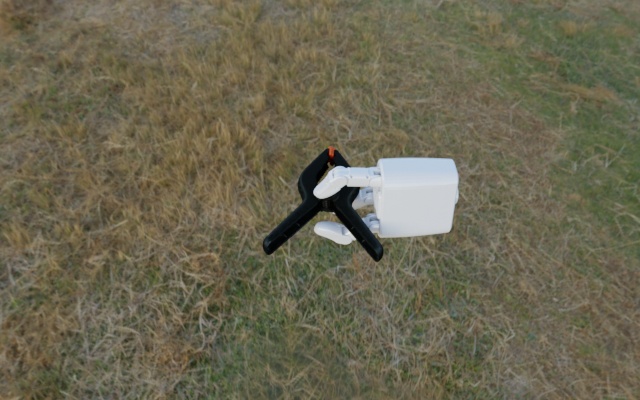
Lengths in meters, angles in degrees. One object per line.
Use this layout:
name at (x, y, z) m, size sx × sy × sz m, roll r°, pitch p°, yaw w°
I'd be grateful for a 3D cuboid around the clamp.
clamp at (0.000, 0.001, 0.705) m, size 0.164 × 0.209 × 0.036 m, roll -1°, pitch -40°, yaw -2°
